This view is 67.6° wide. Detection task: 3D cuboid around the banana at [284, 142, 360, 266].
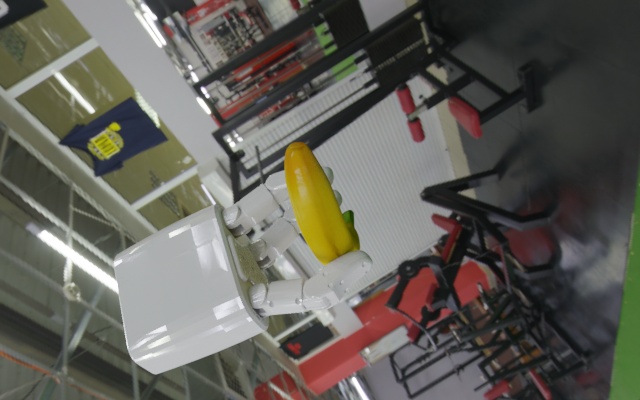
[{"bbox_3d":[0.005,0.019,0.399,0.037,0.069,0.198,-17,-19,7],"label":"banana"}]
